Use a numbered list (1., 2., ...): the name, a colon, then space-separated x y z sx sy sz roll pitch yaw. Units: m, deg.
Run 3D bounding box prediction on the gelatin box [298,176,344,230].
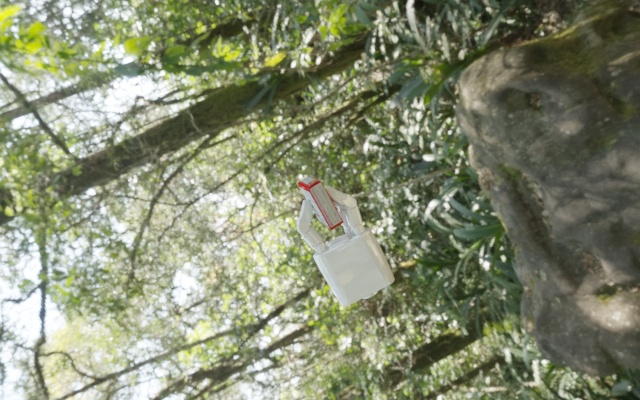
1. gelatin box: 0.000 0.003 0.851 0.030 0.089 0.073 -33 17 -9
